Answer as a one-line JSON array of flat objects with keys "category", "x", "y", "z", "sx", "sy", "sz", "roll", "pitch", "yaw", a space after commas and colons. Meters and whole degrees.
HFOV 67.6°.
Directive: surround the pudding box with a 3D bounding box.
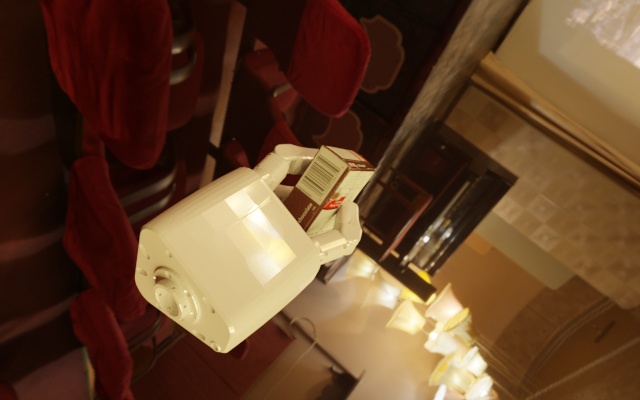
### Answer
[{"category": "pudding box", "x": 0.000, "y": 0.002, "z": 0.481, "sx": 0.039, "sy": 0.113, "sz": 0.090, "roll": 41, "pitch": 16, "yaw": 14}]
